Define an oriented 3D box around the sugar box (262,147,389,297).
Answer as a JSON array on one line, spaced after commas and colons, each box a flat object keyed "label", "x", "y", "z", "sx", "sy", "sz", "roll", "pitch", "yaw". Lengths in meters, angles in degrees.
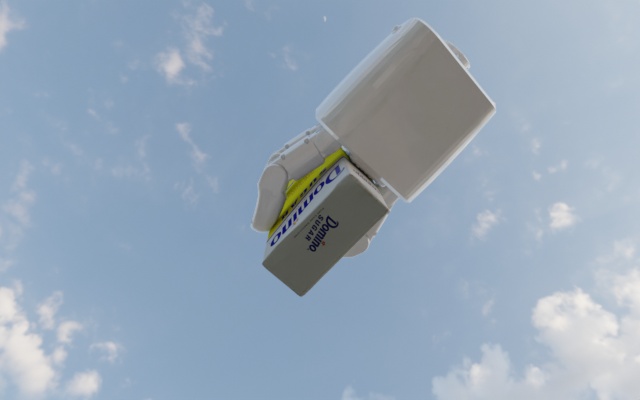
[{"label": "sugar box", "x": 0.000, "y": 0.001, "z": 0.412, "sx": 0.048, "sy": 0.093, "sz": 0.176, "roll": 42, "pitch": 10, "yaw": -10}]
